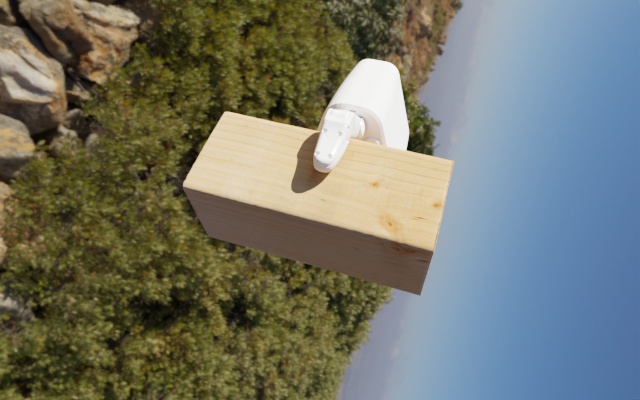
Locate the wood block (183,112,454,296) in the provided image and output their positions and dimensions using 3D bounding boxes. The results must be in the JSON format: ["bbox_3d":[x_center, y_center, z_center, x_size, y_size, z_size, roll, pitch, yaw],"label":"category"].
[{"bbox_3d":[0.000,0.001,0.423,0.206,0.090,0.091,14,-31,12],"label":"wood block"}]
